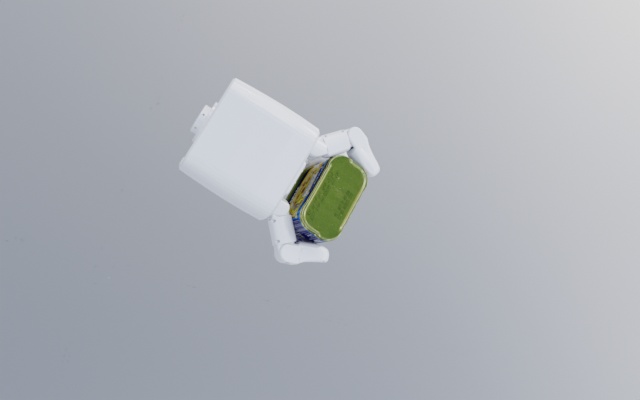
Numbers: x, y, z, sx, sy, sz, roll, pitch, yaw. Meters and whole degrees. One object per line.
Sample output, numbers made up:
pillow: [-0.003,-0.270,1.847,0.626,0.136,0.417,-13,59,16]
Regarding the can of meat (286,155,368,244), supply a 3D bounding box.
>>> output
can of meat: [0.000,0.002,0.548,0.057,0.102,0.084,35,-20,-15]
